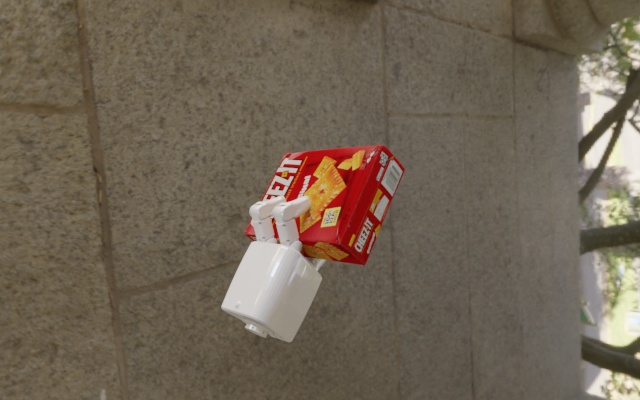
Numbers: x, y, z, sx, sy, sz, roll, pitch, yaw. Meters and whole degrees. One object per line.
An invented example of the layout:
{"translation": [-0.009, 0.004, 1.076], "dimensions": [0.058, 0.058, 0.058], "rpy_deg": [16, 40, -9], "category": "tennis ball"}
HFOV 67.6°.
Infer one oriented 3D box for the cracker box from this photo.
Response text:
{"translation": [0.000, 0.002, 0.723], "dimensions": [0.213, 0.164, 0.072], "rpy_deg": [1, -32, 45], "category": "cracker box"}
